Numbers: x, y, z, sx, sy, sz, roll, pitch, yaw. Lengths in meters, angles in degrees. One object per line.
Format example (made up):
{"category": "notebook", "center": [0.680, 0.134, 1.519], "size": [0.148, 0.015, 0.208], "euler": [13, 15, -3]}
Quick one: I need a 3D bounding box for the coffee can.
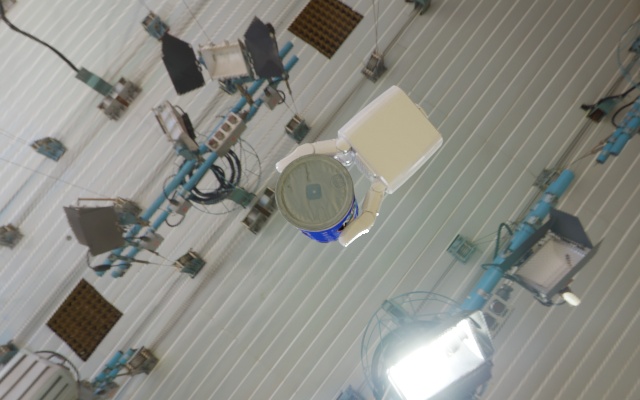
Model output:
{"category": "coffee can", "center": [0.000, 0.002, 0.681], "size": [0.103, 0.102, 0.140], "euler": [0, -11, 7]}
